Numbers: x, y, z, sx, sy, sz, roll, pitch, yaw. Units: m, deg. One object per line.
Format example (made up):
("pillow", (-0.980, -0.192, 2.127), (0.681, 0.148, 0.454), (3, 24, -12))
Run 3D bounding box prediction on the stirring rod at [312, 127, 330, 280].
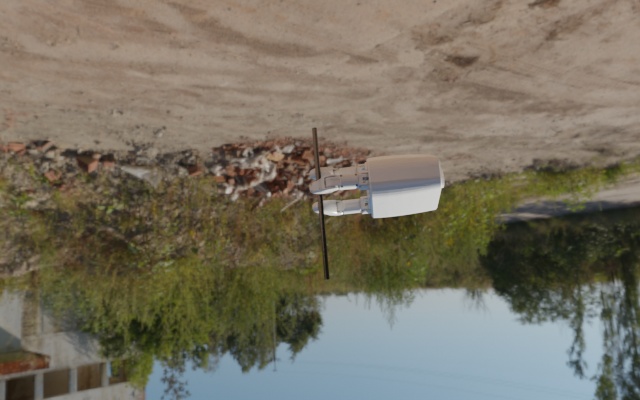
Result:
("stirring rod", (0.000, 0.002, 0.747), (0.011, 0.239, 0.011), (-5, -9, -1))
